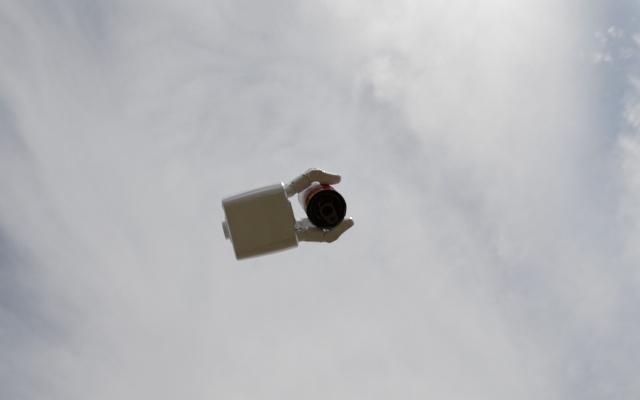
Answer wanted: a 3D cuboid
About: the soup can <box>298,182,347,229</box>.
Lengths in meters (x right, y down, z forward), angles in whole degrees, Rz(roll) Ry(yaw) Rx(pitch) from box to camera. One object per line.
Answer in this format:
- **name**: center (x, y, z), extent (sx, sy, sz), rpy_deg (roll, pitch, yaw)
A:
- **soup can**: center (0.001, 0.002, 0.824), extent (0.068, 0.068, 0.102), rpy_deg (0, 14, -12)
